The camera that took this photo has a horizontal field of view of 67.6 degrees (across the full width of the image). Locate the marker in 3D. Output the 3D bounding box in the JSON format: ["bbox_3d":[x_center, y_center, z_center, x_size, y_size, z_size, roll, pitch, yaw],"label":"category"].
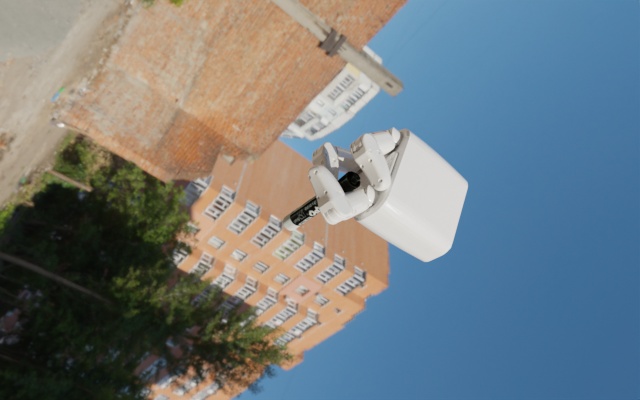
[{"bbox_3d":[0.000,0.002,0.511,0.020,0.020,0.121,0,-25,-41],"label":"marker"}]
